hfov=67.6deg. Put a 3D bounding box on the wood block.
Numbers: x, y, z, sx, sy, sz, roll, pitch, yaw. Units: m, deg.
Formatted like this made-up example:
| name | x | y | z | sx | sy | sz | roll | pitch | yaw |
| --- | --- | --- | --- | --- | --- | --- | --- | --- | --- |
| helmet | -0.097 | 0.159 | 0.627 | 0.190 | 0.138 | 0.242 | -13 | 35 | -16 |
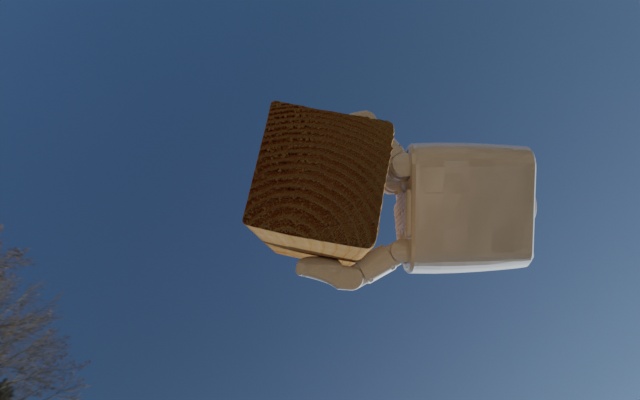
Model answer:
| name | x | y | z | sx | sy | sz | roll | pitch | yaw |
| --- | --- | --- | --- | --- | --- | --- | --- | --- | --- |
| wood block | 0.000 | 0.002 | 0.417 | 0.090 | 0.091 | 0.206 | 11 | -11 | 3 |
